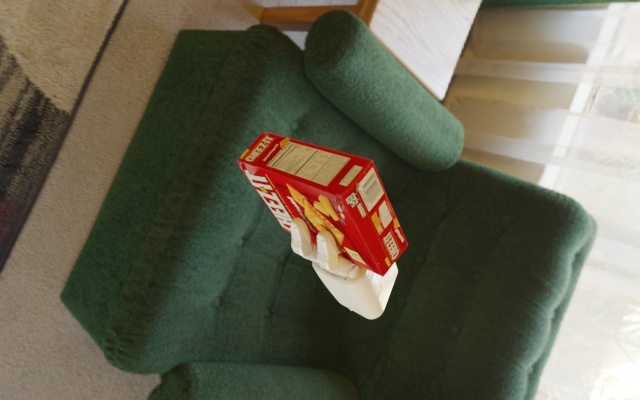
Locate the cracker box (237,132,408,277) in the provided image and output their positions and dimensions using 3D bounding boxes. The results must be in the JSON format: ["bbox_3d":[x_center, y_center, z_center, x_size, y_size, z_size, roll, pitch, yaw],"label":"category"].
[{"bbox_3d":[0.000,0.002,0.669,0.213,0.072,0.164,20,-30,43],"label":"cracker box"}]
